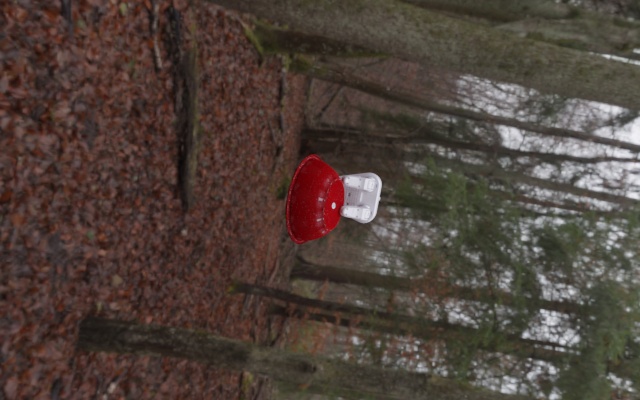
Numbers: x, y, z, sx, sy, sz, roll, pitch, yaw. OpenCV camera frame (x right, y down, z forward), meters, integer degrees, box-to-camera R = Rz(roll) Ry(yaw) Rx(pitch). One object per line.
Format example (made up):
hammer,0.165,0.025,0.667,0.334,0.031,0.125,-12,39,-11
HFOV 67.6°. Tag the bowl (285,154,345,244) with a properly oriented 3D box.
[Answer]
bowl,0.000,0.003,0.836,0.055,0.162,0.162,11,4,23
